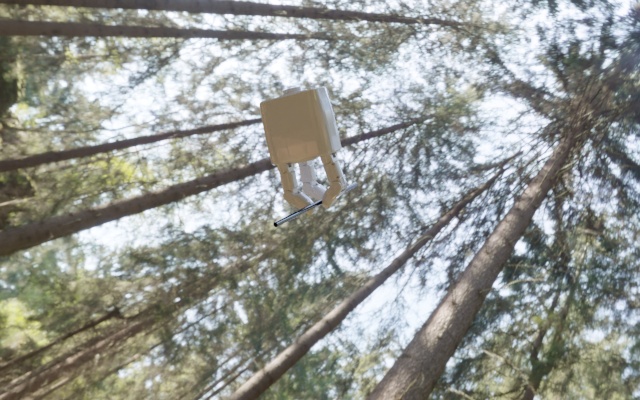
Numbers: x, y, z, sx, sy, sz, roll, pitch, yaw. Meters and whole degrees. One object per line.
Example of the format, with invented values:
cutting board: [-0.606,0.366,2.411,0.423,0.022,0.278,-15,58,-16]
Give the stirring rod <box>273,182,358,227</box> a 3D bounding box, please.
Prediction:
stirring rod: [0.000,0.003,0.799,0.011,0.011,0.239,0,16,35]
